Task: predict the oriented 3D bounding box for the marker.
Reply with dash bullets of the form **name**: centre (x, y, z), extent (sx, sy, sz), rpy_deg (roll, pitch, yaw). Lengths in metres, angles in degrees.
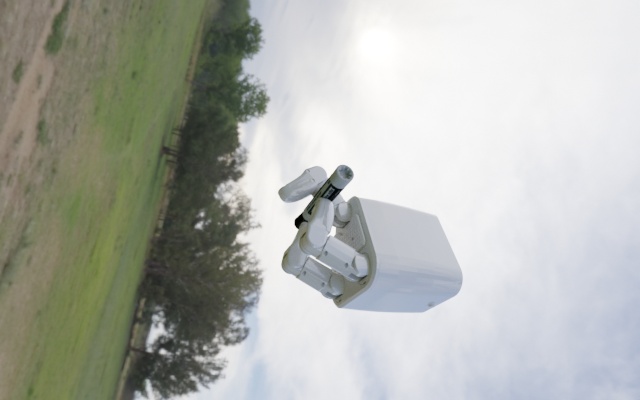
- **marker**: centre (0.000, 0.002, 0.493), extent (0.020, 0.020, 0.121), rpy_deg (0, -27, -26)
